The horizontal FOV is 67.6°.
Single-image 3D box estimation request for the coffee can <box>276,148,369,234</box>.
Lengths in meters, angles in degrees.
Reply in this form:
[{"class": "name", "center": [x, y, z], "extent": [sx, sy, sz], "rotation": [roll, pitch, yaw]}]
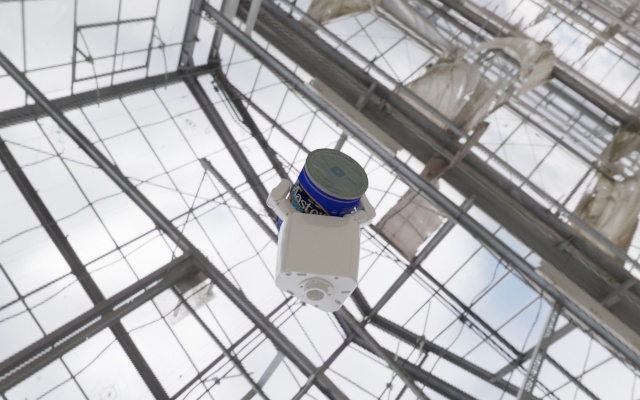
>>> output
[{"class": "coffee can", "center": [0.000, 0.002, 0.753], "extent": [0.103, 0.102, 0.140], "rotation": [0, -42, -30]}]
